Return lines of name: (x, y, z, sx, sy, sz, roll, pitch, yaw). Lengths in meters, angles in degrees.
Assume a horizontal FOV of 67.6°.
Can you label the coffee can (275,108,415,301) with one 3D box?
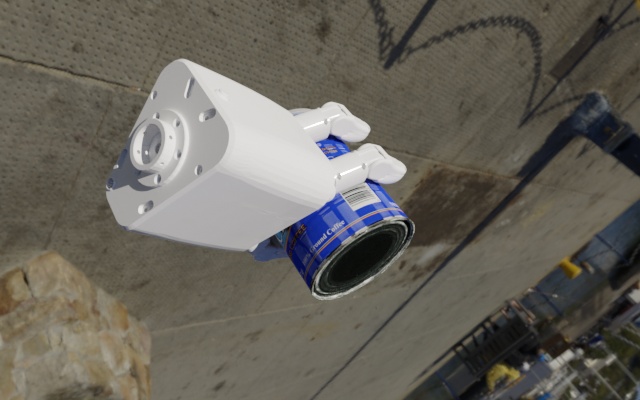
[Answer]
coffee can: (0.000, 0.001, 0.426, 0.103, 0.140, 0.103, -27, -31, -17)
